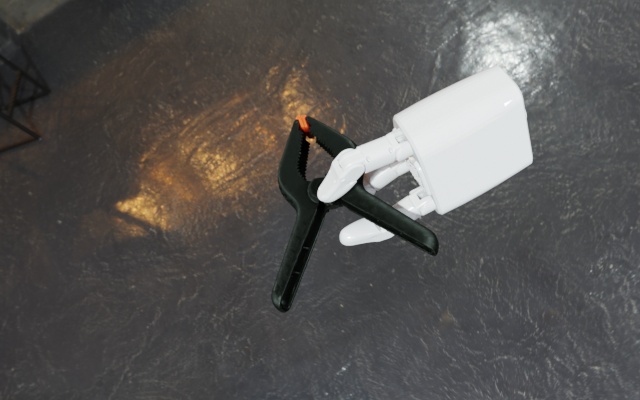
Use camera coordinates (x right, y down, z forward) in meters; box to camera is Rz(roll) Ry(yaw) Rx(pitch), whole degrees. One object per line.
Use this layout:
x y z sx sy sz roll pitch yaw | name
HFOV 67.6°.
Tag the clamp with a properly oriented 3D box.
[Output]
0.000 0.001 0.487 0.164 0.210 0.036 -28 -31 4 | clamp
